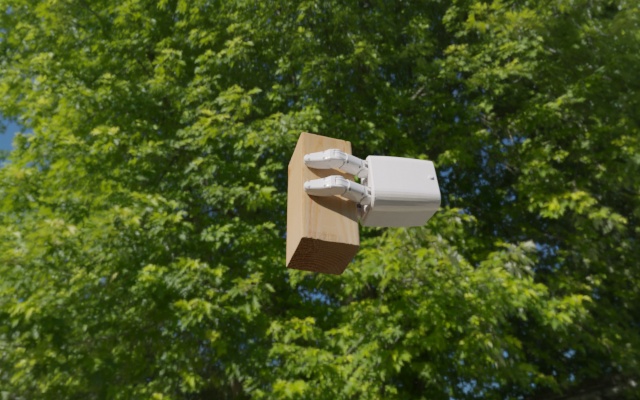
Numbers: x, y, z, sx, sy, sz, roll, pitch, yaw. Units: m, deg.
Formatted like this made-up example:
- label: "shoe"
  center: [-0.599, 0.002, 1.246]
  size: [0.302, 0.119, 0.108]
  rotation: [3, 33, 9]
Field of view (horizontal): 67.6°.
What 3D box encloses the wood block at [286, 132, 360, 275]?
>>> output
- label: "wood block"
  center: [0.000, 0.003, 0.757]
  size: [0.090, 0.206, 0.091]
  rotation: [10, -40, -14]
